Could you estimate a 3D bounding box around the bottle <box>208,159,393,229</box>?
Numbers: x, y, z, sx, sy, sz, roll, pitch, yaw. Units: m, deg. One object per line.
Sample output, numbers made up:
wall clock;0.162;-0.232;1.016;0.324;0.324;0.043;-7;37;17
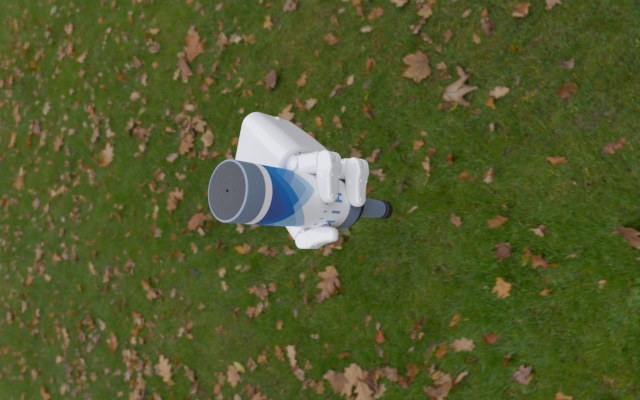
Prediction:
bottle;0.000;0.002;0.604;0.069;0.069;0.296;0;-5;42
